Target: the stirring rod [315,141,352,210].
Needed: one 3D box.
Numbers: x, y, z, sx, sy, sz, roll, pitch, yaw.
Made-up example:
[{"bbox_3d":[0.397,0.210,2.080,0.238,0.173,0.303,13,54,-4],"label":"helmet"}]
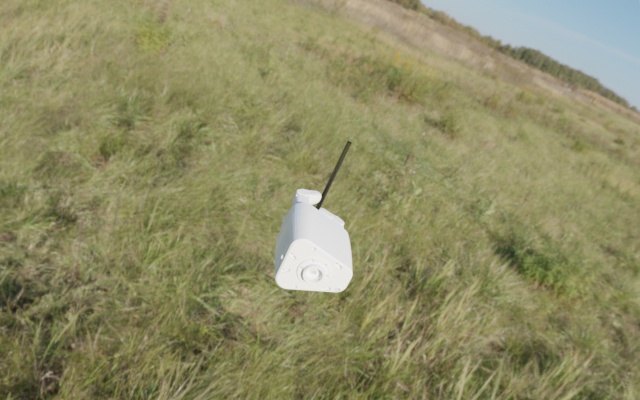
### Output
[{"bbox_3d":[0.000,0.003,0.835,0.011,0.240,0.011,21,25,-10],"label":"stirring rod"}]
